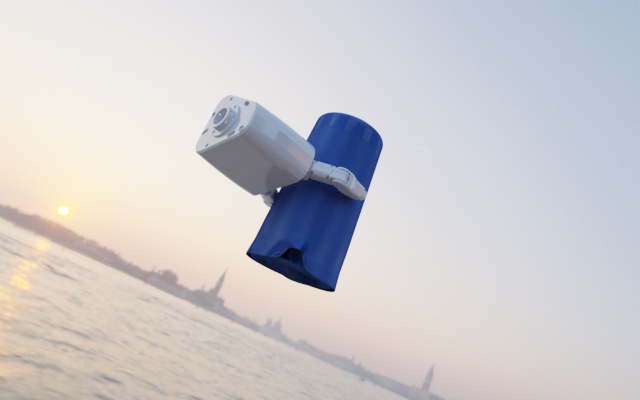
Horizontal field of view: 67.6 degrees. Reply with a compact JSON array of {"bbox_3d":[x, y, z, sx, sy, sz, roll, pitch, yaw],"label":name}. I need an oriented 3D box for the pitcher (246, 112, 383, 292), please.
[{"bbox_3d":[0.000,0.002,0.698,0.149,0.242,0.145,5,-25,47],"label":"pitcher"}]
